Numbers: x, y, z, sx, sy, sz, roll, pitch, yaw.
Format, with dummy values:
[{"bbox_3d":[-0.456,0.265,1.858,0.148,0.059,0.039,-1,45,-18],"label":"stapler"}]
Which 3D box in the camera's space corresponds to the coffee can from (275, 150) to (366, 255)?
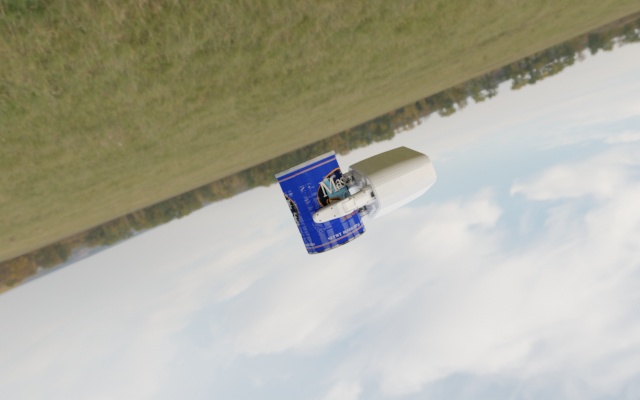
[{"bbox_3d":[0.000,0.002,0.771,0.103,0.140,0.103,-22,5,2],"label":"coffee can"}]
